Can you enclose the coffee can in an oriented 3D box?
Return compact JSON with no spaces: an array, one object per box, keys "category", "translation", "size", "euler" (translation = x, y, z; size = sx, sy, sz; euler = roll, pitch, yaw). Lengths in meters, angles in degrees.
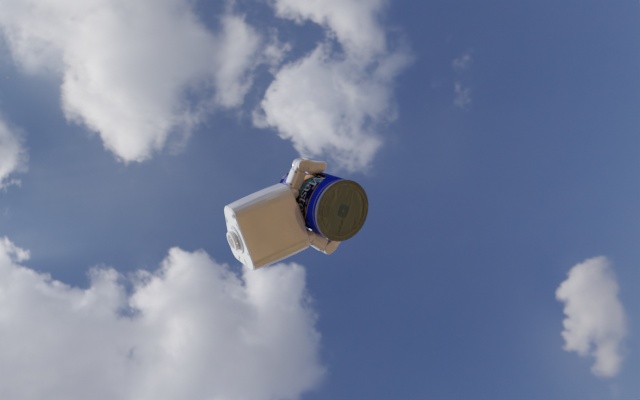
[{"category":"coffee can","translation":[0.000,0.003,0.827],"size":[0.103,0.103,0.140],"euler":[0,12,-33]}]
